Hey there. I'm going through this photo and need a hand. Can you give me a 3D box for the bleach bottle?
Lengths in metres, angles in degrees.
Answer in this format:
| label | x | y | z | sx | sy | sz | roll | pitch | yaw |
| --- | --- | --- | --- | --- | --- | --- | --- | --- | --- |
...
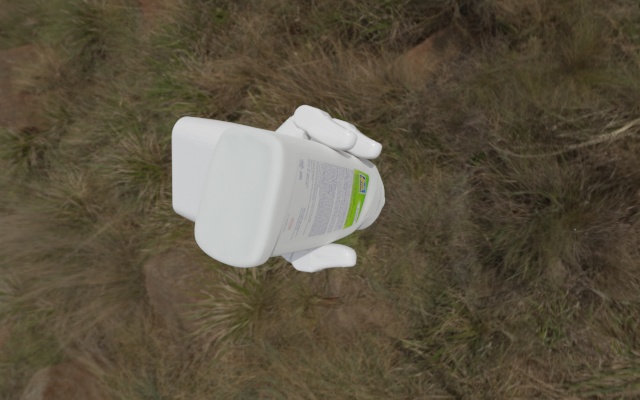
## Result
| label | x | y | z | sx | sy | sz | roll | pitch | yaw |
| --- | --- | --- | --- | --- | --- | --- | --- | --- | --- |
| bleach bottle | 0.000 | 0.001 | 0.442 | 0.068 | 0.102 | 0.251 | 17 | 5 | 28 |
